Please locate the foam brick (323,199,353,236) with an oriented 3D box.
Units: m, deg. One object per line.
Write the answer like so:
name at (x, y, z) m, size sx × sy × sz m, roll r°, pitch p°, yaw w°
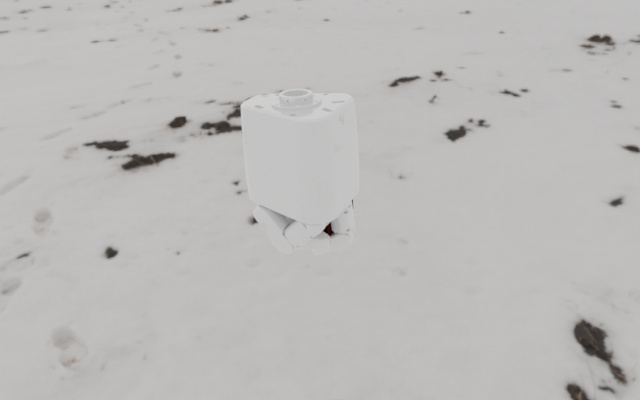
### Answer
foam brick at (0.000, 0.002, 0.563) m, size 0.053 × 0.051 × 0.078 m, roll 7°, pitch 29°, yaw 25°
